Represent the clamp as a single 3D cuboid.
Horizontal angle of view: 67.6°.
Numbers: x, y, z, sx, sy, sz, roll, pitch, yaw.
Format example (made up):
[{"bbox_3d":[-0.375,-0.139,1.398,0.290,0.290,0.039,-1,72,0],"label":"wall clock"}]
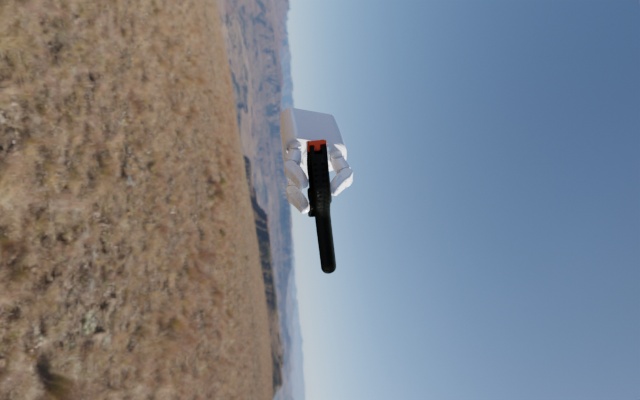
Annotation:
[{"bbox_3d":[0.001,0.002,0.767,0.036,0.210,0.164,-8,43,-8],"label":"clamp"}]
